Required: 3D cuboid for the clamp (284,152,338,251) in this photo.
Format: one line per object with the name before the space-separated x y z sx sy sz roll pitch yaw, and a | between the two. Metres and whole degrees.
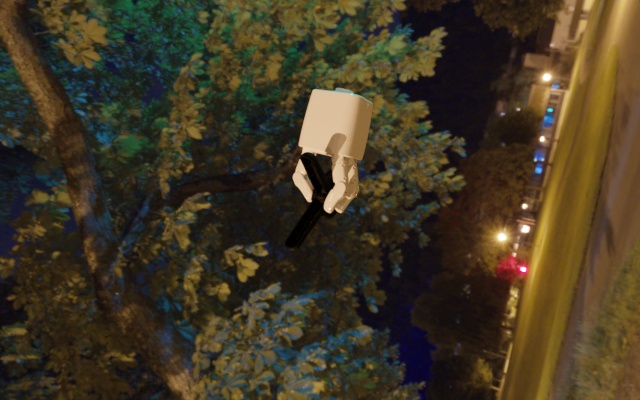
clamp | 0.000 0.002 0.852 0.036 0.164 0.210 17 7 23
